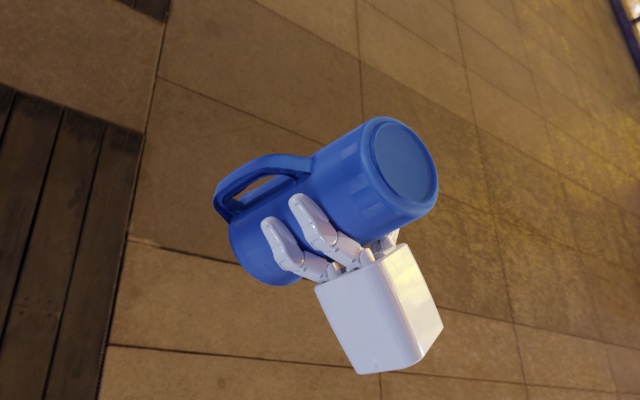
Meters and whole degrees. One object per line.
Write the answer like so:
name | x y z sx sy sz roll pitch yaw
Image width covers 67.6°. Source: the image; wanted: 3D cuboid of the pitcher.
pitcher | 0.000 0.002 0.538 0.149 0.145 0.243 -21 -7 -45
